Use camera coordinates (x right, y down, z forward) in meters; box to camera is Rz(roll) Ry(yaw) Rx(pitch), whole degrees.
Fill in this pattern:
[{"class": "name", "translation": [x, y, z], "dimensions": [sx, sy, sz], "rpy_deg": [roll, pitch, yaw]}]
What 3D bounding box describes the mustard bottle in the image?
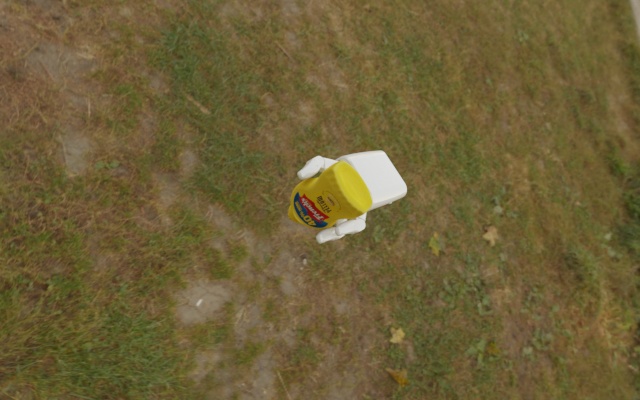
[{"class": "mustard bottle", "translation": [0.000, 0.003, 0.852], "dimensions": [0.192, 0.096, 0.058], "rpy_deg": [-25, 15, 50]}]
